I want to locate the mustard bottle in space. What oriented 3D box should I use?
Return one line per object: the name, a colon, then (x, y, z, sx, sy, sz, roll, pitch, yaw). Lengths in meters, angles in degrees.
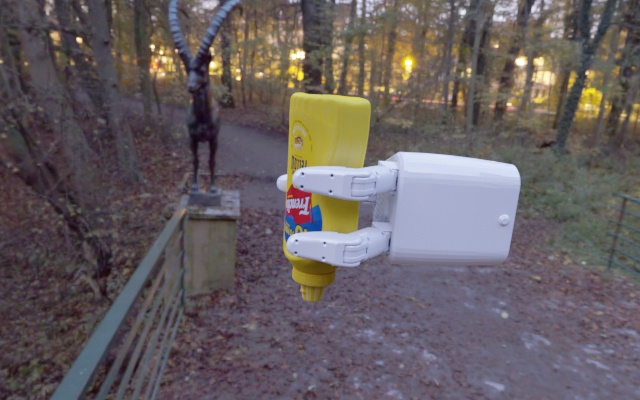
mustard bottle: (0.000, 0.001, 0.436, 0.058, 0.192, 0.096, -3, 15, -28)
